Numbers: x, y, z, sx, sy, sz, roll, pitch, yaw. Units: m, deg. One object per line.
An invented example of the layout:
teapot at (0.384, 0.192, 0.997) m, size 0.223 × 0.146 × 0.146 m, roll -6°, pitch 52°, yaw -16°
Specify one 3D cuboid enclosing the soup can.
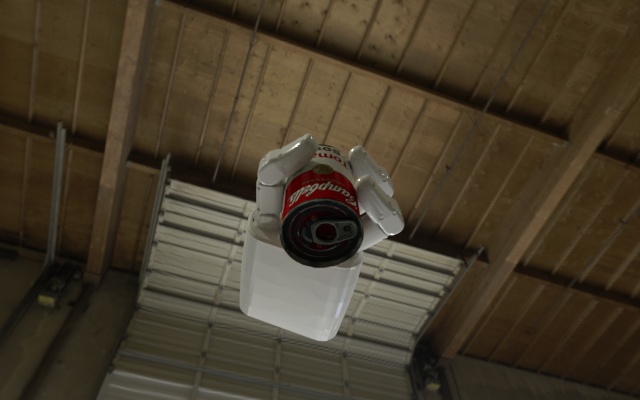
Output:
soup can at (0.000, 0.001, 0.424) m, size 0.068 × 0.068 × 0.102 m, roll 0°, pitch 32°, yaw -1°
